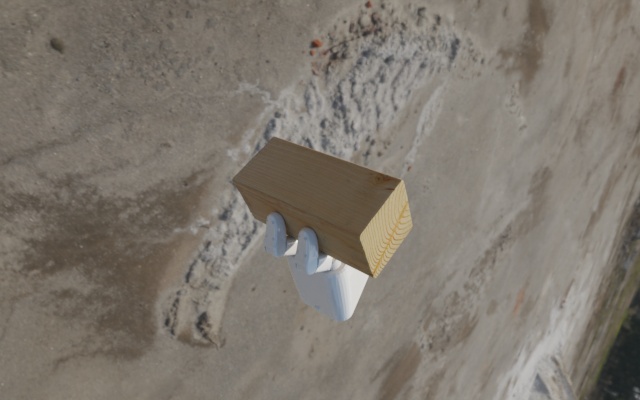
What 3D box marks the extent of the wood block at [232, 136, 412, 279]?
[{"bbox_3d":[0.000,0.002,0.605,0.206,0.090,0.090,23,-30,35],"label":"wood block"}]
